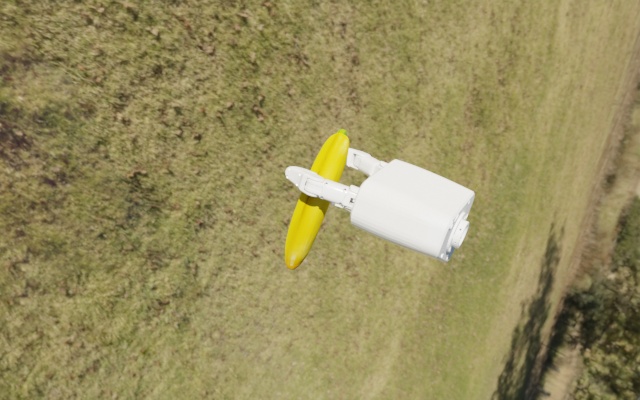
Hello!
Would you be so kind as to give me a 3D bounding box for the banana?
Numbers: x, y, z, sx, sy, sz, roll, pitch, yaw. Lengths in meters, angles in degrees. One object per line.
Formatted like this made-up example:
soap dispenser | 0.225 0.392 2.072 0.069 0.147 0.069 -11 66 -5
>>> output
banana | -0.002 -0.004 0.599 0.037 0.198 0.069 22 -5 14
